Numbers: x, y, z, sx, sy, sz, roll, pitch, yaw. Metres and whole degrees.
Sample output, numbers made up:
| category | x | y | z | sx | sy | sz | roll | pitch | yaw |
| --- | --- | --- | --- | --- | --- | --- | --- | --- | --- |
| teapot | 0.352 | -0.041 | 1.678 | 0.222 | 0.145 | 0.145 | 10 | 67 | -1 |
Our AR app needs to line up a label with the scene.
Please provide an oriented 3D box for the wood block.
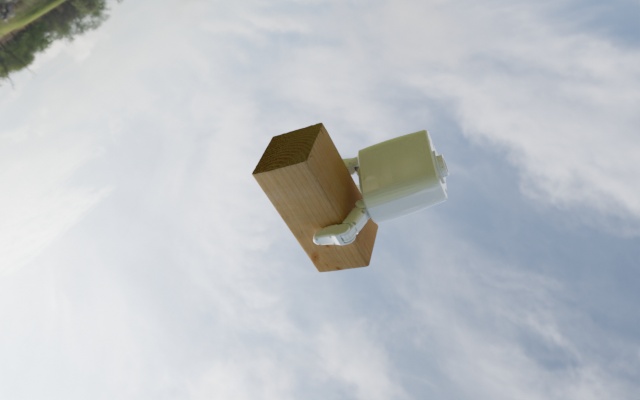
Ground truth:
| category | x | y | z | sx | sy | sz | roll | pitch | yaw |
| --- | --- | --- | --- | --- | --- | --- | --- | --- | --- |
| wood block | 0.000 | 0.003 | 0.703 | 0.090 | 0.206 | 0.090 | -11 | 37 | 28 |
